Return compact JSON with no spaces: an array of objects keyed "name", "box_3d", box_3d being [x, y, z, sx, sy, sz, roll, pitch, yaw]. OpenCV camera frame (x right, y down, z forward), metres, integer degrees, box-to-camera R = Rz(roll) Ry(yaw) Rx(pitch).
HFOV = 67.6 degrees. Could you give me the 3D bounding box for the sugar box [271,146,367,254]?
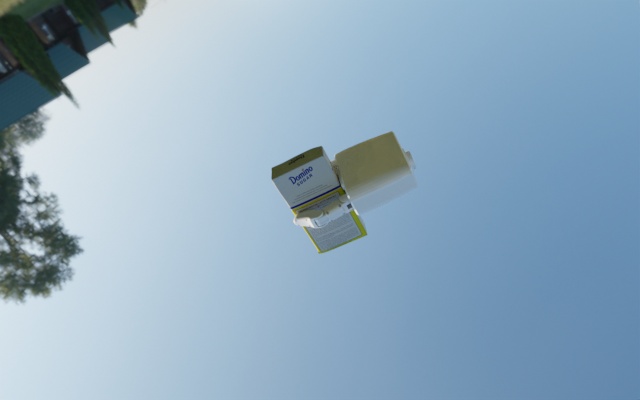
[{"name":"sugar box","box_3d":[0.000,0.002,0.789,0.093,0.176,0.048,-24,31,10]}]
